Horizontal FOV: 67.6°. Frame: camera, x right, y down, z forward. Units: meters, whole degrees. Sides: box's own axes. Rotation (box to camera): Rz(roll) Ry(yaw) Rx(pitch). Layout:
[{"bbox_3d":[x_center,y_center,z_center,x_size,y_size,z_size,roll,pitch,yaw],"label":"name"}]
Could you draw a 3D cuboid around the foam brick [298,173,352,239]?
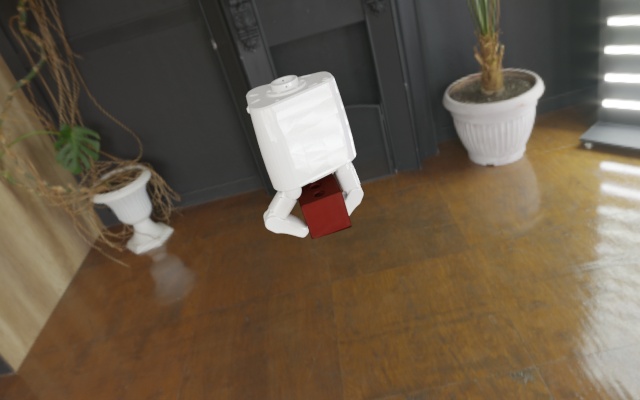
[{"bbox_3d":[0.000,0.002,0.599,0.053,0.051,0.078,-19,30,-3],"label":"foam brick"}]
